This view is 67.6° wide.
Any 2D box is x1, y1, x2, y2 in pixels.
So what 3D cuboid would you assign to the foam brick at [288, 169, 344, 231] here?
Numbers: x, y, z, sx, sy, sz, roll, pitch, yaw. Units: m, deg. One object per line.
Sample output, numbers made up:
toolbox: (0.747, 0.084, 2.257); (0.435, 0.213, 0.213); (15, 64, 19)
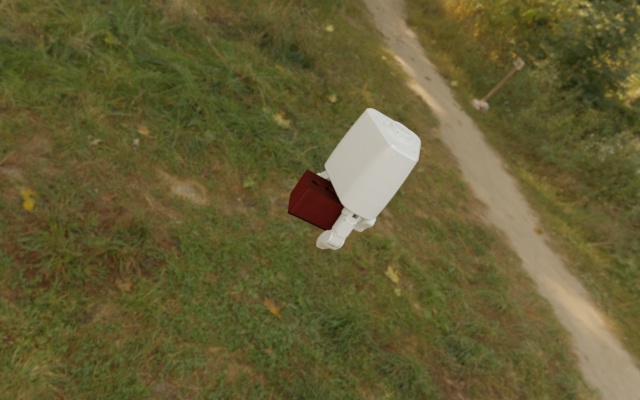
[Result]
foam brick: (0.000, 0.002, 0.680); (0.078, 0.051, 0.053); (26, 30, -18)
